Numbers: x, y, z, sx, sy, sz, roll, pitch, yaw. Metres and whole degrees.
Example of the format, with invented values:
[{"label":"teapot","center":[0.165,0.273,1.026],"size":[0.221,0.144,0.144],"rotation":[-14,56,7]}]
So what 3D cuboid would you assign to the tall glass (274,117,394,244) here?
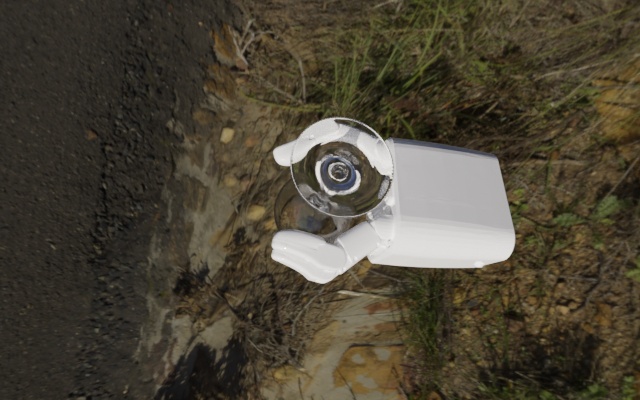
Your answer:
[{"label":"tall glass","center":[0.000,0.001,0.426],"size":[0.079,0.079,0.201],"rotation":[0,-15,-10]}]
